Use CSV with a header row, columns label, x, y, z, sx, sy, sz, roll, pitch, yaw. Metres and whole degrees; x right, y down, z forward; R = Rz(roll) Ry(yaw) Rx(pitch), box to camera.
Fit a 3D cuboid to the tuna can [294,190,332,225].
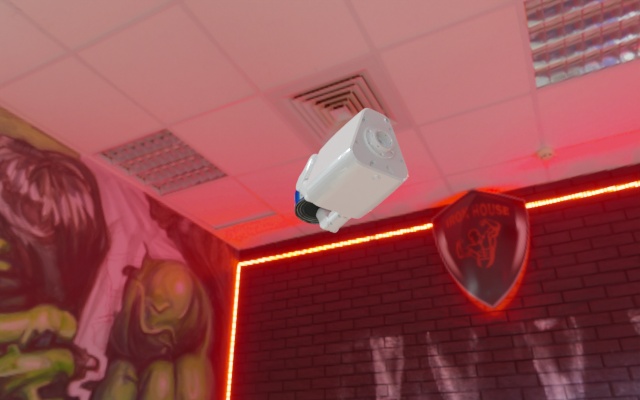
label,x,y,z,sx,sy,sz,roll,pitch,yaw
tuna can,0.000,0.002,0.767,0.086,0.033,0.086,-3,-34,-2
